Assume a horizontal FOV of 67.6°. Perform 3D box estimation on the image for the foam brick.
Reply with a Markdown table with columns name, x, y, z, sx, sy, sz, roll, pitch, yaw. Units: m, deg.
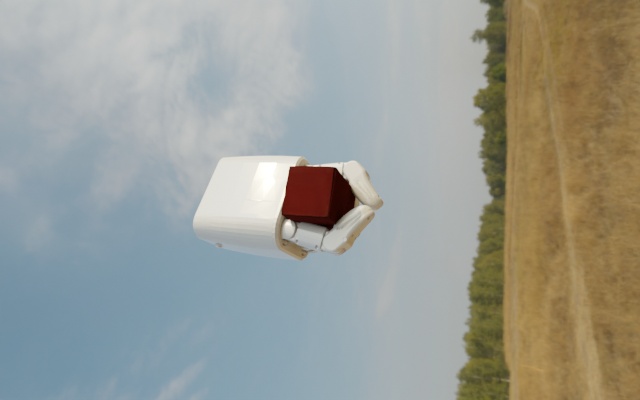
| name | x | y | z | sx | sy | sz | roll | pitch | yaw |
| --- | --- | --- | --- | --- | --- | --- | --- | --- | --- |
| foam brick | 0.000 | 0.001 | 0.495 | 0.051 | 0.053 | 0.078 | 4 | -16 | 21 |
